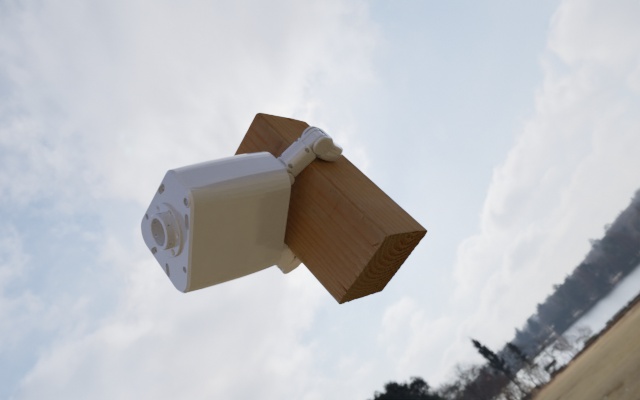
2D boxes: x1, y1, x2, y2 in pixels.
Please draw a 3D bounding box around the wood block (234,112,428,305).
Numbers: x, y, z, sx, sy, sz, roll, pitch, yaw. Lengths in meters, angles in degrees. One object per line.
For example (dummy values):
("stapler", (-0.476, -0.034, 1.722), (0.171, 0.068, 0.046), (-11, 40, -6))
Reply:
("wood block", (0.000, 0.001, 0.520), (0.206, 0.091, 0.090), (45, 25, 28))
